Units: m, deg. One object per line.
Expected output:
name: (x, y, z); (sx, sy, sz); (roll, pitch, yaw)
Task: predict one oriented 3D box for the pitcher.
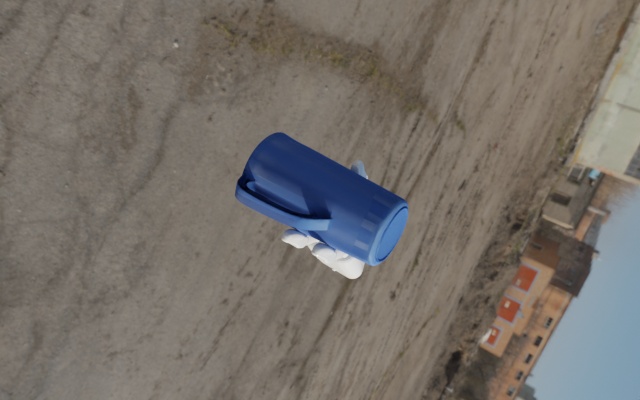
pitcher: (0.000, 0.002, 0.726); (0.243, 0.149, 0.145); (27, -18, 24)
